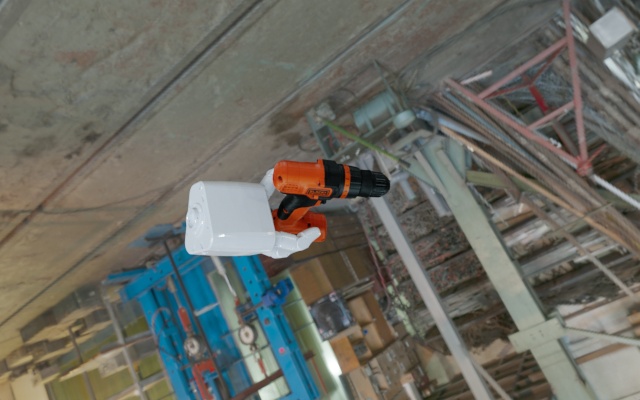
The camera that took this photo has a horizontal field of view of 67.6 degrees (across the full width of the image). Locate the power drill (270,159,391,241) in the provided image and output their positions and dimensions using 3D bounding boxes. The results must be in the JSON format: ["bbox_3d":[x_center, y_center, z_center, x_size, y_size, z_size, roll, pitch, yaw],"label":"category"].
[{"bbox_3d":[0.000,0.003,0.778,0.184,0.057,0.188,6,-33,-16],"label":"power drill"}]
